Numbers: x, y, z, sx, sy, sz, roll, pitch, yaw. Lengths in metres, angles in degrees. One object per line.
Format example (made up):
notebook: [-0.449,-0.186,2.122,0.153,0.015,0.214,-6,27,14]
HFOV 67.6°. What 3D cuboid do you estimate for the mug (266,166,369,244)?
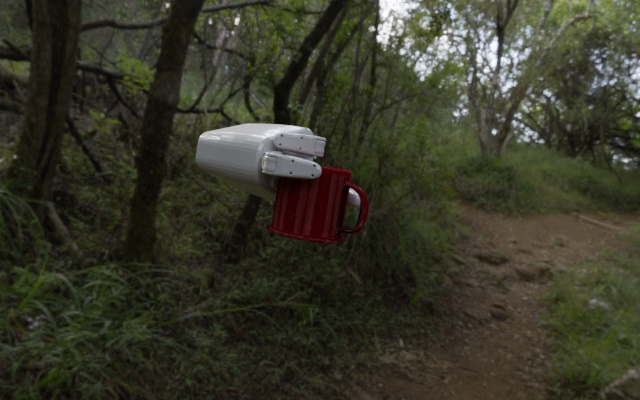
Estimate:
mug: [0.001,0.002,0.542,0.117,0.081,0.093,12,5,31]
